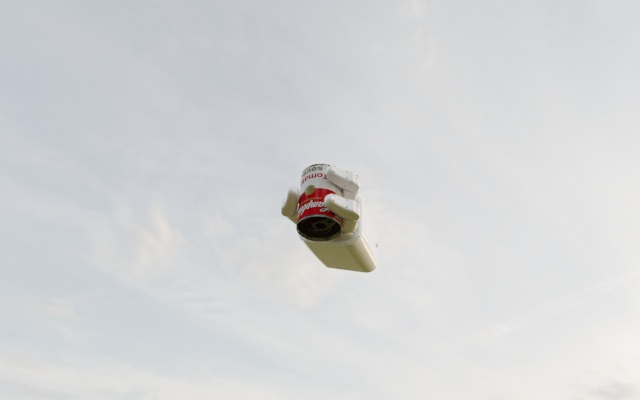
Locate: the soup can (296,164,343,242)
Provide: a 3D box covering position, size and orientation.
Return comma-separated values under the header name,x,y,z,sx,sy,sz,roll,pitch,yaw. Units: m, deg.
name,x,y,z,sx,sy,sz,roll,pitch,yaw
soup can,0.000,0.002,0.734,0.068,0.102,0.069,2,-37,2
